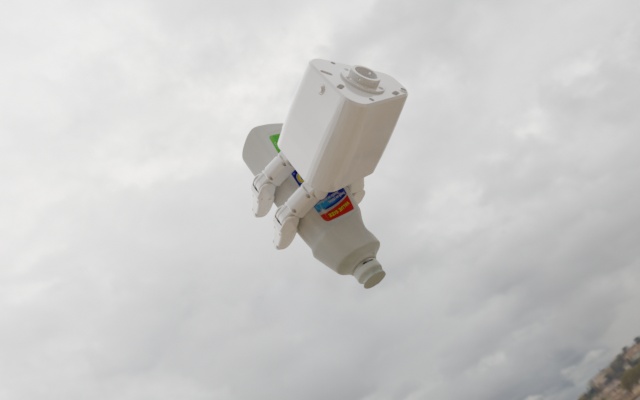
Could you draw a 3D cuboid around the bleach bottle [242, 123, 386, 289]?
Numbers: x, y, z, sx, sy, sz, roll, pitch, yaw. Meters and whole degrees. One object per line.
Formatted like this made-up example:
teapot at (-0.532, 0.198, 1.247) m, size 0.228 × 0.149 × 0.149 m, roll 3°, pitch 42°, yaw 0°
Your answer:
bleach bottle at (0.000, 0.002, 0.581) m, size 0.102 × 0.068 × 0.250 m, roll -8°, pitch 46°, yaw -37°
